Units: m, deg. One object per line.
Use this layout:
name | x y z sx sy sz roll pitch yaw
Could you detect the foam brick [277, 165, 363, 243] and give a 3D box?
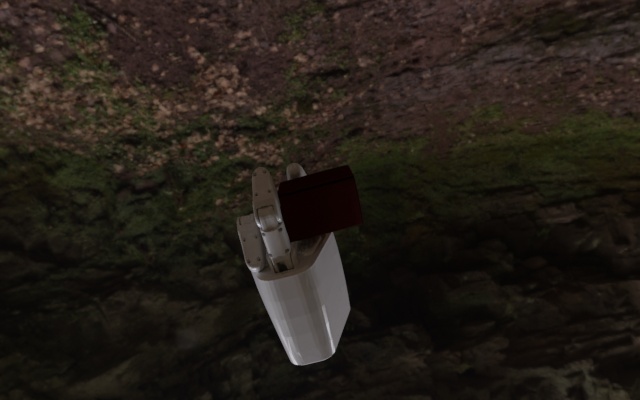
foam brick | 0.000 0.001 0.486 0.078 0.051 0.053 -15 16 3
